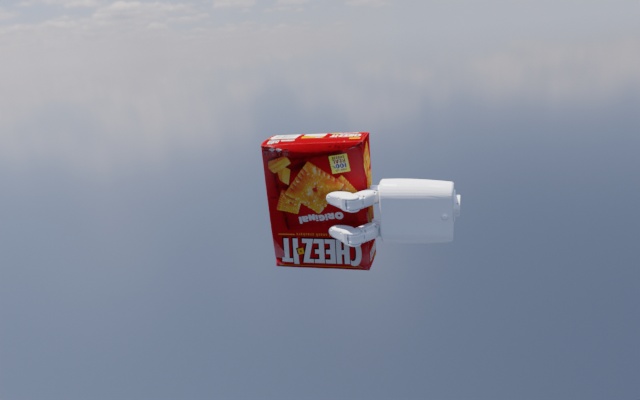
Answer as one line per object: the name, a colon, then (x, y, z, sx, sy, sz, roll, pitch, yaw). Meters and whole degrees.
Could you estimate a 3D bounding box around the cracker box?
cracker box: (0.000, 0.002, 0.769, 0.164, 0.214, 0.072, 0, 20, 16)
